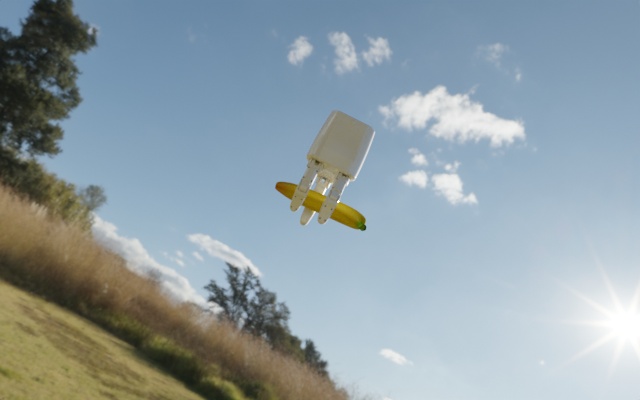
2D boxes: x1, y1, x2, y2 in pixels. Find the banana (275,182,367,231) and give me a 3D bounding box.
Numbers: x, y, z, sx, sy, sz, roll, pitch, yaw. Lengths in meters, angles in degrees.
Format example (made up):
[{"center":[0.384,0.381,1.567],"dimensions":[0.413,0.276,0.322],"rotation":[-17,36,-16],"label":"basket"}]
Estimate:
[{"center":[0.009,0.009,0.889],"dimensions":[0.198,0.037,0.070],"rotation":[24,-6,22],"label":"banana"}]
